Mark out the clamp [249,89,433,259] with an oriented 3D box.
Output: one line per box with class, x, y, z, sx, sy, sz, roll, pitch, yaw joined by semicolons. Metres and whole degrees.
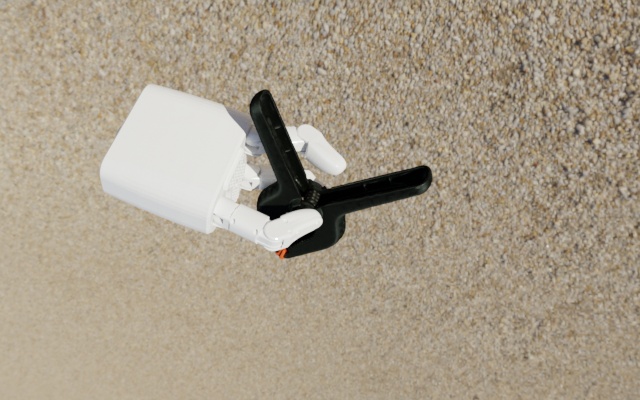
clamp;-0.001;0.002;0.463;0.164;0.036;0.210;21;-39;1
